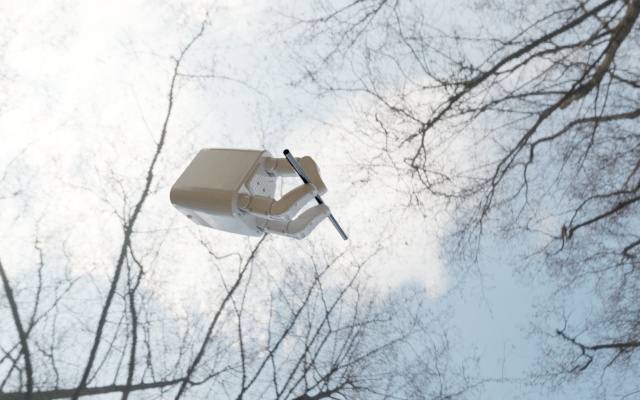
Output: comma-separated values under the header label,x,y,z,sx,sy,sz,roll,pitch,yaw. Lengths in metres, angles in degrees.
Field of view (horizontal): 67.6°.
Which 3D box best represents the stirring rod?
label,x,y,z,sx,sy,sz,roll,pitch,yaw
stirring rod,0.000,0.002,0.618,0.011,0.011,0.240,0,-27,20
